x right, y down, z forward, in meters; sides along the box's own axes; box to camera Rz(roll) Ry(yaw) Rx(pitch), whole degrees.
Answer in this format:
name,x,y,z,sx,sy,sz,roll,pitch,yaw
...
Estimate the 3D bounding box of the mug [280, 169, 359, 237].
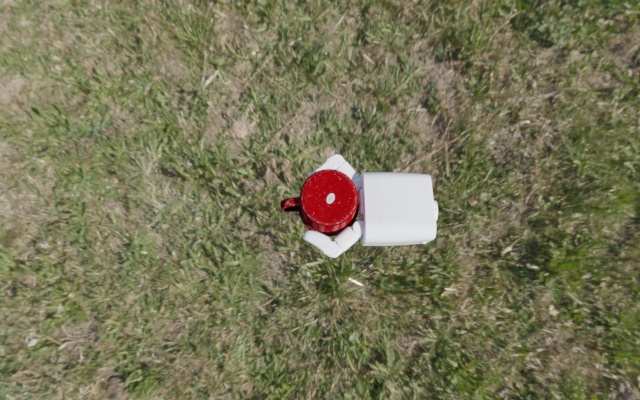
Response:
name,x,y,z,sx,sy,sz,roll,pitch,yaw
mug,-0.001,0.002,0.693,0.117,0.093,0.081,-2,-10,0
